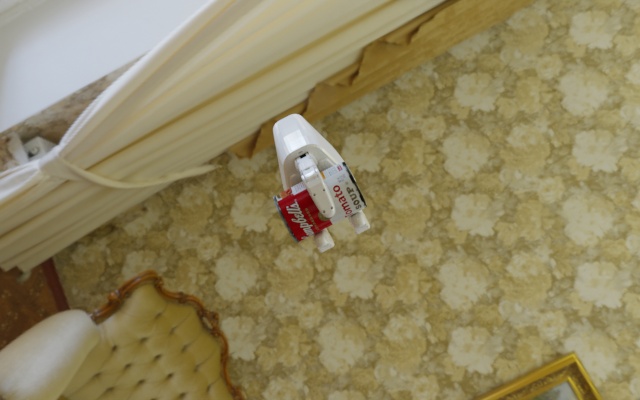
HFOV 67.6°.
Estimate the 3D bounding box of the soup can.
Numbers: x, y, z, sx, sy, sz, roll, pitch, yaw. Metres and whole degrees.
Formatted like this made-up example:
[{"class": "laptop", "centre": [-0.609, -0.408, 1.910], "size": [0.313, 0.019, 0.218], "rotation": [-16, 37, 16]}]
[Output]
[{"class": "soup can", "centre": [0.000, 0.002, 0.613], "size": [0.102, 0.068, 0.068], "rotation": [-27, -1, 2]}]
